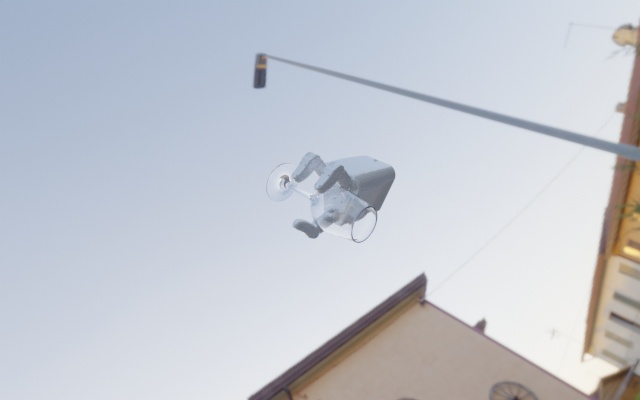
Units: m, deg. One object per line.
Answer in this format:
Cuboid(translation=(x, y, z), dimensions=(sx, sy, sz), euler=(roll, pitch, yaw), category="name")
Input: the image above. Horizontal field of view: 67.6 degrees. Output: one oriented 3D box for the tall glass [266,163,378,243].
Cuboid(translation=(0.000, 0.002, 0.803), dimensions=(0.201, 0.079, 0.079), euler=(27, 18, 39), category="tall glass")
